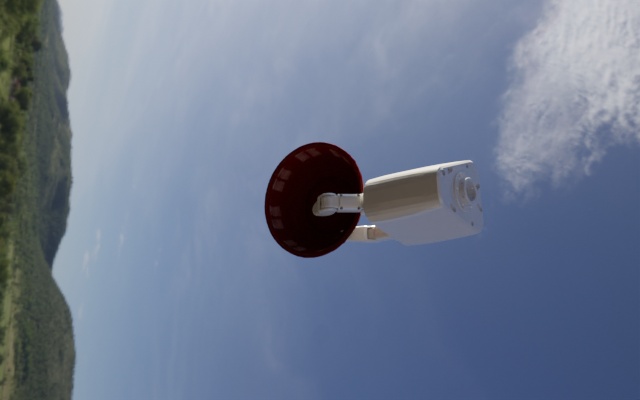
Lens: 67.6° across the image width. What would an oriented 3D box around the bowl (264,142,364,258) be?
[{"bbox_3d":[-0.001,0.002,0.677,0.162,0.162,0.055,0,-10,31],"label":"bowl"}]
